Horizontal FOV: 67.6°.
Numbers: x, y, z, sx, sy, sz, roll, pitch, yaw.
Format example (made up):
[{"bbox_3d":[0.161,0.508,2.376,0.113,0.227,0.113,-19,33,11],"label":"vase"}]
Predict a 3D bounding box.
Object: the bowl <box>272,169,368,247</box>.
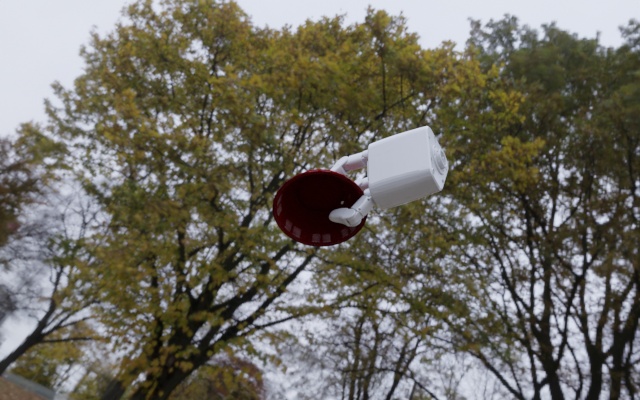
[{"bbox_3d":[-0.001,0.003,0.822,0.162,0.162,0.055,0,36,0],"label":"bowl"}]
